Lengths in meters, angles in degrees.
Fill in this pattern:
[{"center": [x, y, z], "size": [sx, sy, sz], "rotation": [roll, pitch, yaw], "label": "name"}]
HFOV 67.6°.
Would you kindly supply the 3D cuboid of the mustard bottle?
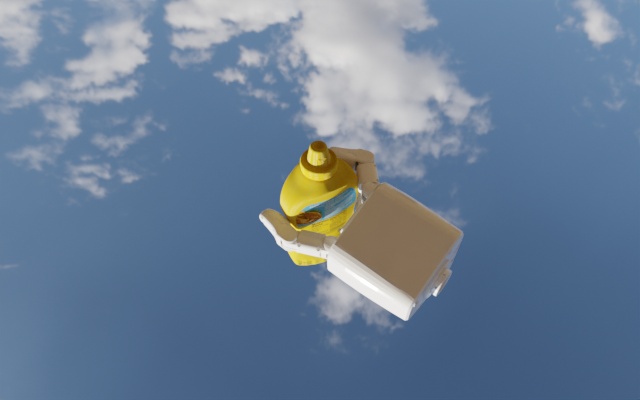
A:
[{"center": [0.000, 0.002, 0.572], "size": [0.096, 0.058, 0.192], "rotation": [-22, -34, -15], "label": "mustard bottle"}]
